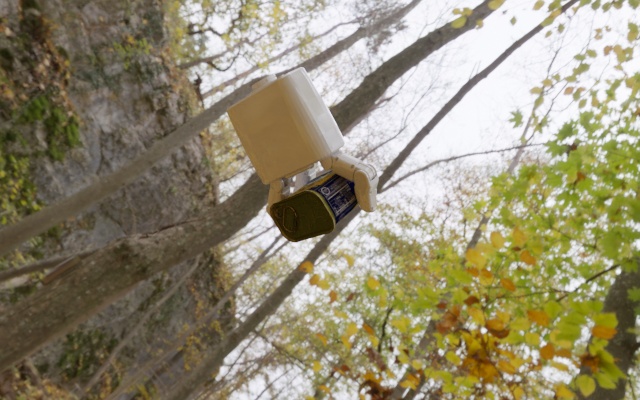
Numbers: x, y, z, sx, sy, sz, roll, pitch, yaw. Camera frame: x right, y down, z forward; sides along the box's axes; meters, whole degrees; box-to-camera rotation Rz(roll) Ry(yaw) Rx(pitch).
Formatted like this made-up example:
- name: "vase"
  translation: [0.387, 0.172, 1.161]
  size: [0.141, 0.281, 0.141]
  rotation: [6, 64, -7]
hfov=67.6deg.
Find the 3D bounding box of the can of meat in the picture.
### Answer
- name: "can of meat"
  translation: [0.000, 0.002, 0.598]
  size: [0.102, 0.057, 0.084]
  rotation: [-21, 13, 48]
